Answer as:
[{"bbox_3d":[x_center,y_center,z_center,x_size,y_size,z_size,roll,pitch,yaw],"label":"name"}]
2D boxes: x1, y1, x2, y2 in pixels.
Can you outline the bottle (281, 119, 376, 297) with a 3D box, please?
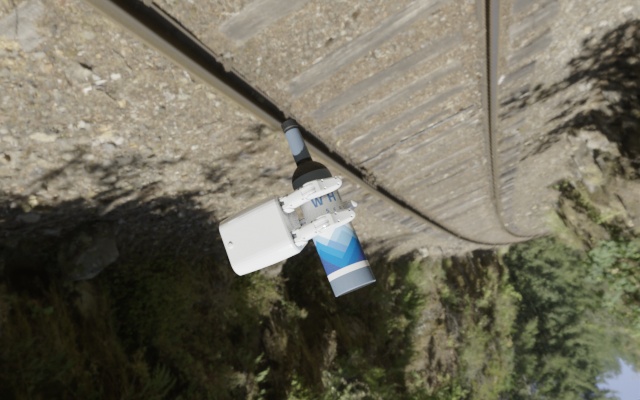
[{"bbox_3d":[0.000,0.003,0.764,0.069,0.295,0.069,-21,-14,-5],"label":"bottle"}]
